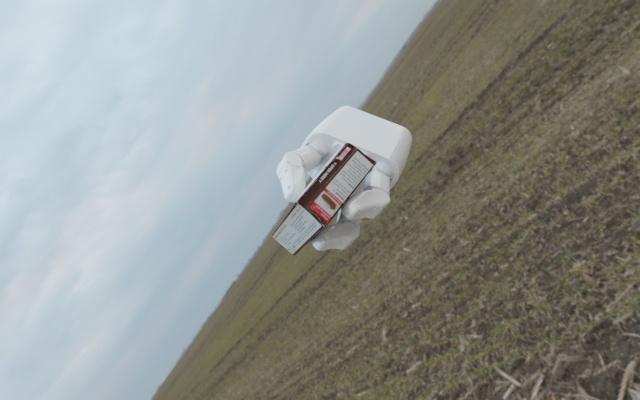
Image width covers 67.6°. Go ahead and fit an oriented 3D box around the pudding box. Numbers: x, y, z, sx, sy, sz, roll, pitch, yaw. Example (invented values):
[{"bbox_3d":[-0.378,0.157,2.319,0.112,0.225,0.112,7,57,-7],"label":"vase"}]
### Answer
[{"bbox_3d":[0.000,0.001,0.488,0.039,0.090,0.113,38,-27,1],"label":"pudding box"}]
